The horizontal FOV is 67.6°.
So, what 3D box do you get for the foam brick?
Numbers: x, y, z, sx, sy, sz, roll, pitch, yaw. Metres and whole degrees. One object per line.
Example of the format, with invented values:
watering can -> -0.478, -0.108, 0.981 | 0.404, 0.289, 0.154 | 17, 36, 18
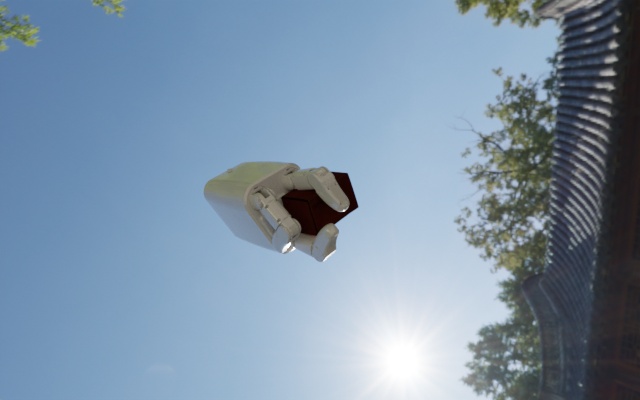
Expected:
foam brick -> 0.000, 0.002, 0.609 | 0.051, 0.053, 0.078 | 7, 32, 47
